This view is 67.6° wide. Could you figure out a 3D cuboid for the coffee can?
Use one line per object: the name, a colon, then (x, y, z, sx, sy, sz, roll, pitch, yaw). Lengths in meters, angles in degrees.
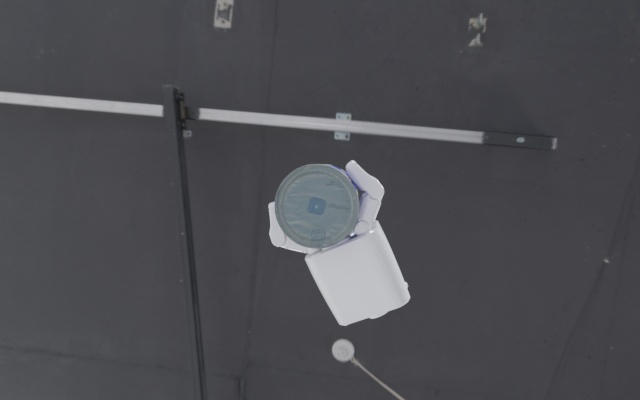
coffee can: (0.000, 0.002, 0.642, 0.103, 0.103, 0.140, 0, 5, 4)
